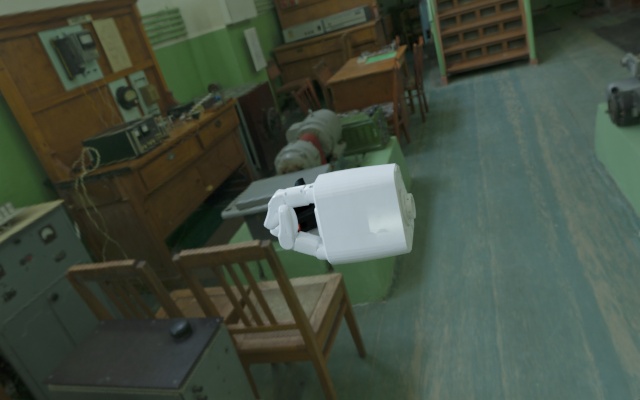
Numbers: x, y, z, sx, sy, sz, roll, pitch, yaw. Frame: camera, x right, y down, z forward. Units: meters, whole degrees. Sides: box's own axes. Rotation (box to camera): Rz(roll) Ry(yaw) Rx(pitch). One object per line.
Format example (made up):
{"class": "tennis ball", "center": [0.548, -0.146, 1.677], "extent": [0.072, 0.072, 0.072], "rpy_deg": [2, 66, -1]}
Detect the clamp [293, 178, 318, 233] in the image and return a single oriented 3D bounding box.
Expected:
{"class": "clamp", "center": [0.000, 0.002, 0.706], "extent": [0.120, 0.039, 0.171], "rpy_deg": [-10, 24, 18]}
